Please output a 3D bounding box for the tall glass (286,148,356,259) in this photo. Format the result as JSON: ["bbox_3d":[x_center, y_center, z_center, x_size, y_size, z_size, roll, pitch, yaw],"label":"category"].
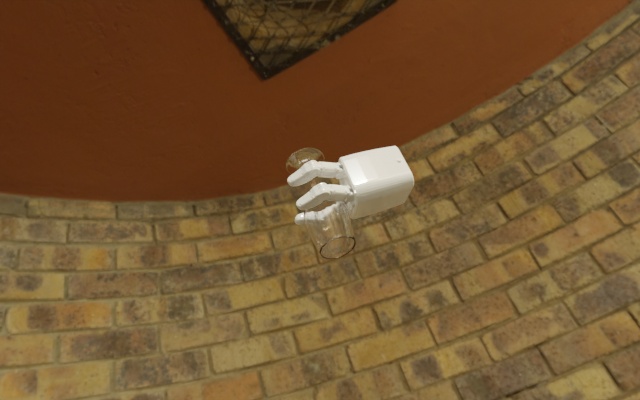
[{"bbox_3d":[0.000,0.002,0.833,0.079,0.201,0.079,-13,-37,-10],"label":"tall glass"}]
